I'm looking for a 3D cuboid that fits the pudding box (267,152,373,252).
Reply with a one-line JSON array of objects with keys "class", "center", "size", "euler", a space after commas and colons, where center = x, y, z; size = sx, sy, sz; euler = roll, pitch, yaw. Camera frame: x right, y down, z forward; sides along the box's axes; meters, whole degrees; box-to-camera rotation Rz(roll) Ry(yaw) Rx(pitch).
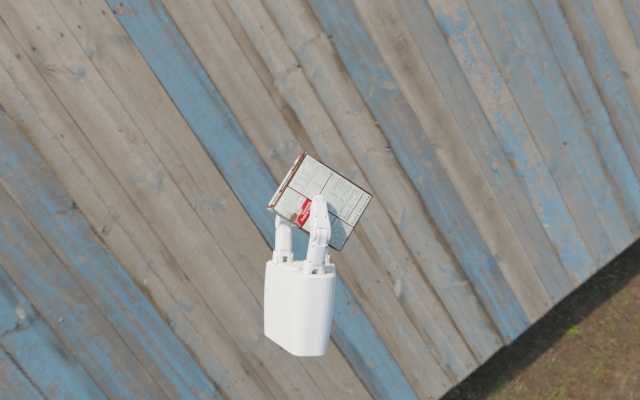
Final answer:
[{"class": "pudding box", "center": [0.000, 0.002, 0.634], "size": [0.113, 0.090, 0.039], "euler": [33, -6, -15]}]
